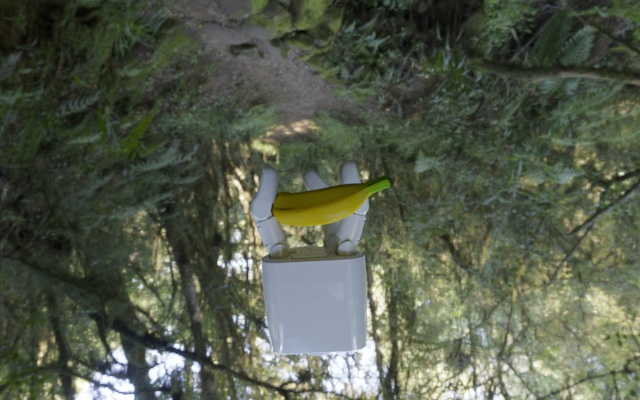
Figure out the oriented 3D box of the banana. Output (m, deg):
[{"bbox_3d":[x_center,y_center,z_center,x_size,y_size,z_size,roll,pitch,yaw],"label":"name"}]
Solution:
[{"bbox_3d":[-0.013,0.005,0.513,0.069,0.037,0.198,-15,6,-35],"label":"banana"}]
